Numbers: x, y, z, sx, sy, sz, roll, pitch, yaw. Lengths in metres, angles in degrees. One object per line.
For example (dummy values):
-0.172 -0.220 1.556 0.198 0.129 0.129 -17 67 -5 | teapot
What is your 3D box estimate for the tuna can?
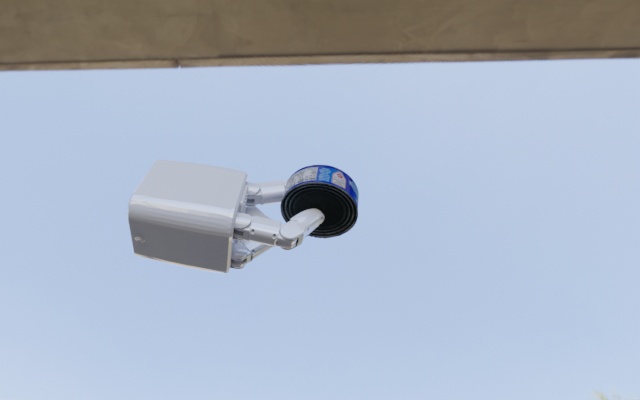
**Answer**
0.000 0.001 0.534 0.086 0.086 0.033 0 44 9 | tuna can
